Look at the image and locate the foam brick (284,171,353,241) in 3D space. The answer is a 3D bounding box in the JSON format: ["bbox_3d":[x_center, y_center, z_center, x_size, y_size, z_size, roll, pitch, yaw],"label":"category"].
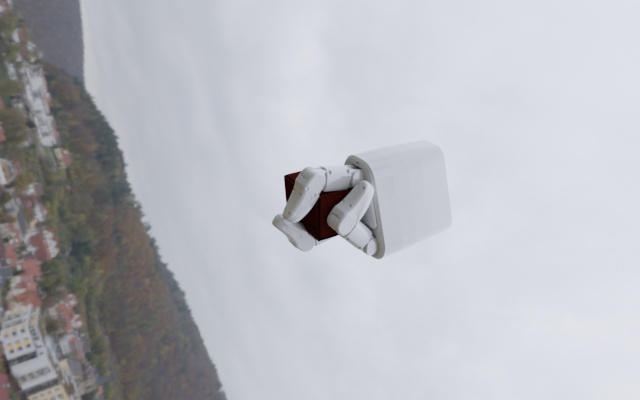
[{"bbox_3d":[0.000,0.002,0.536,0.051,0.053,0.078,-17,31,-26],"label":"foam brick"}]
